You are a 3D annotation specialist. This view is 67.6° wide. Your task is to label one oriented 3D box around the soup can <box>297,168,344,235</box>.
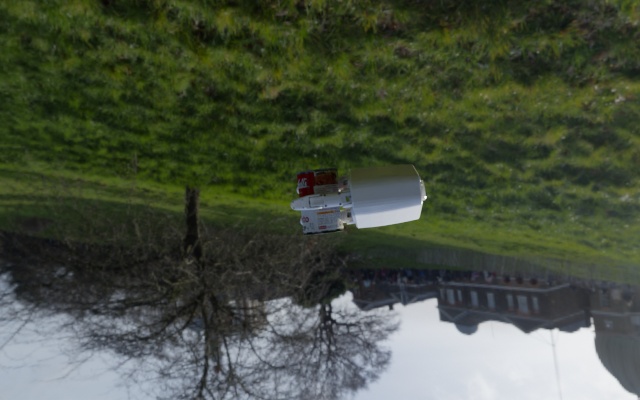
[{"bbox_3d":[0.000,0.003,0.780,0.068,0.102,0.068,-7,-2,0],"label":"soup can"}]
